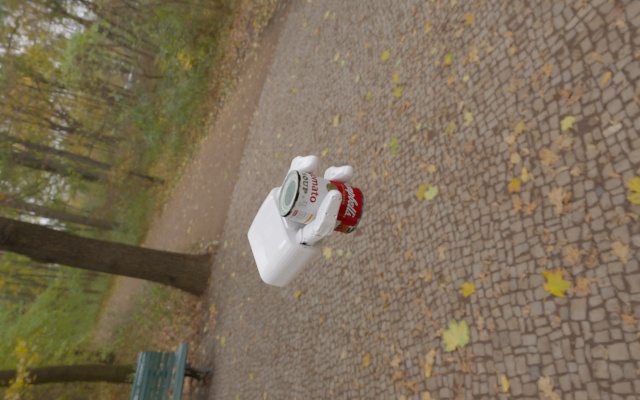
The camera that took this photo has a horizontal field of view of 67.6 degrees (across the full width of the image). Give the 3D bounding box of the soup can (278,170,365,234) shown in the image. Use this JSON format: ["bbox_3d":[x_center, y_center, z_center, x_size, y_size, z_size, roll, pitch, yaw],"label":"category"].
[{"bbox_3d":[0.000,0.002,0.661,0.102,0.068,0.068,16,-7,-24],"label":"soup can"}]
